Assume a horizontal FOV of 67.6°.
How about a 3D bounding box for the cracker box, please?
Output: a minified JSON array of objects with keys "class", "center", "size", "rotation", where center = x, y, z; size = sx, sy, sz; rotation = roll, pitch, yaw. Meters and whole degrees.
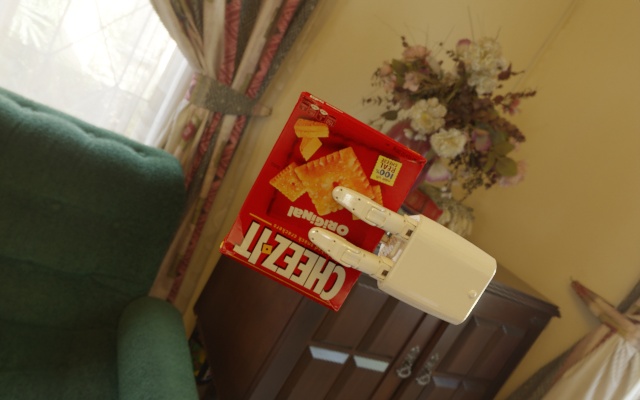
[{"class":"cracker box","center":[0.000,0.002,0.576],"size":[0.164,0.214,0.072],"rotation":[28,10,-5]}]
